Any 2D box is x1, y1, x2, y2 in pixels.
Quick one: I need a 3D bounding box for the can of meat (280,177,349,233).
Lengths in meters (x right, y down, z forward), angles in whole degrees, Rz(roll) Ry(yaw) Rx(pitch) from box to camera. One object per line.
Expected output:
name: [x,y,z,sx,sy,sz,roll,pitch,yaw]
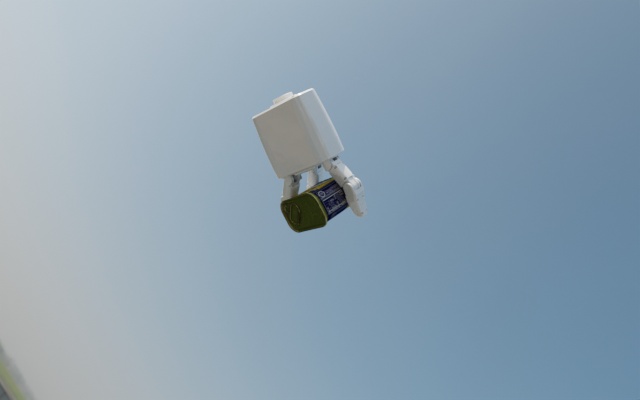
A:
can of meat: [0.000,0.002,0.749,0.084,0.057,0.102,-33,9,-36]
